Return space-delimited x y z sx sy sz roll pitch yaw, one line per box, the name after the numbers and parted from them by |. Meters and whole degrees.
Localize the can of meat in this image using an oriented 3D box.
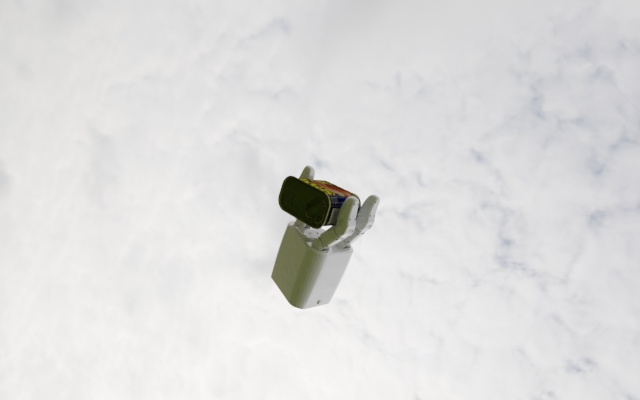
0.000 0.002 0.742 0.102 0.057 0.084 28 17 37 | can of meat
